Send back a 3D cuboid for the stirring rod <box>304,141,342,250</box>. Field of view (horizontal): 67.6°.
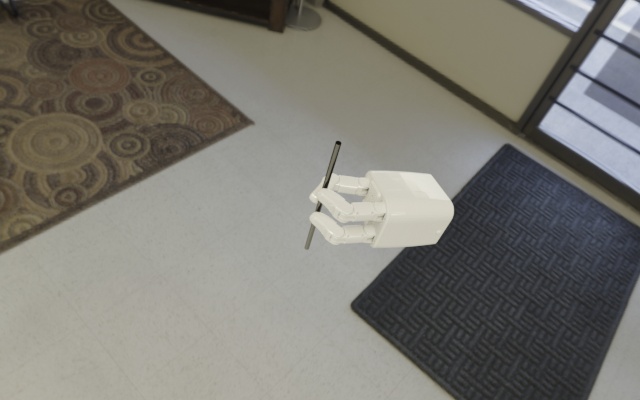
[{"bbox_3d":[0.000,0.002,0.702,0.011,0.011,0.240,0,-39,-14],"label":"stirring rod"}]
